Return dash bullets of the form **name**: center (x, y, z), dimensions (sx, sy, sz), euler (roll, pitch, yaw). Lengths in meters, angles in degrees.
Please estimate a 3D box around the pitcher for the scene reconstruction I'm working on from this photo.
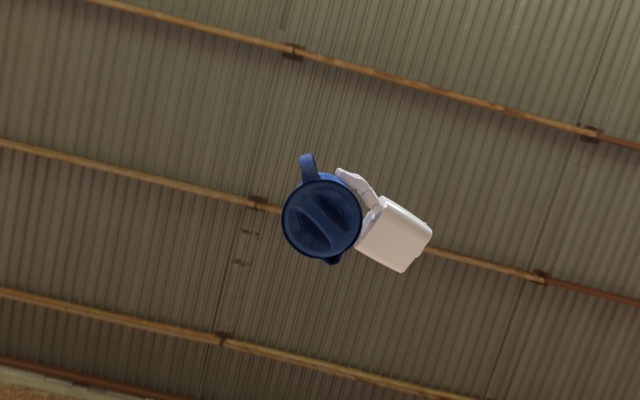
- **pitcher**: center (0.000, 0.003, 0.881), dimensions (0.145, 0.149, 0.243), euler (28, 8, -5)
